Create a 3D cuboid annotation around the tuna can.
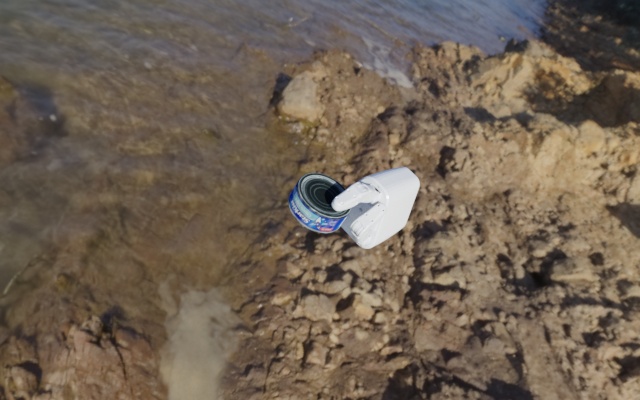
[{"bbox_3d":[0.000,0.002,0.670,0.086,0.086,0.034,0,-40,-34],"label":"tuna can"}]
